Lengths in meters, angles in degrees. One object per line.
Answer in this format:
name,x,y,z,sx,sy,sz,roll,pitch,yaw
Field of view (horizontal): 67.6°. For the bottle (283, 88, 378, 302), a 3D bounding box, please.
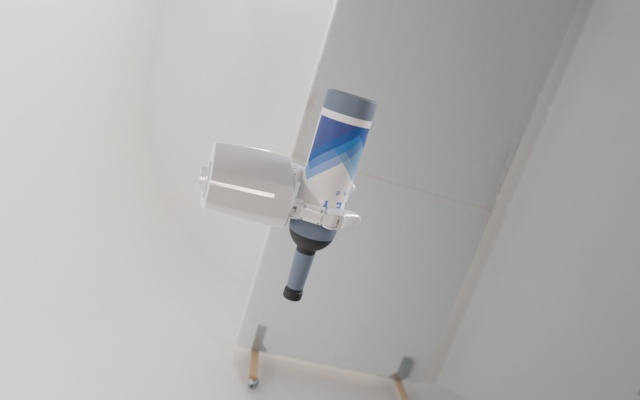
bottle,0.000,0.002,0.647,0.069,0.296,0.069,16,15,-4
